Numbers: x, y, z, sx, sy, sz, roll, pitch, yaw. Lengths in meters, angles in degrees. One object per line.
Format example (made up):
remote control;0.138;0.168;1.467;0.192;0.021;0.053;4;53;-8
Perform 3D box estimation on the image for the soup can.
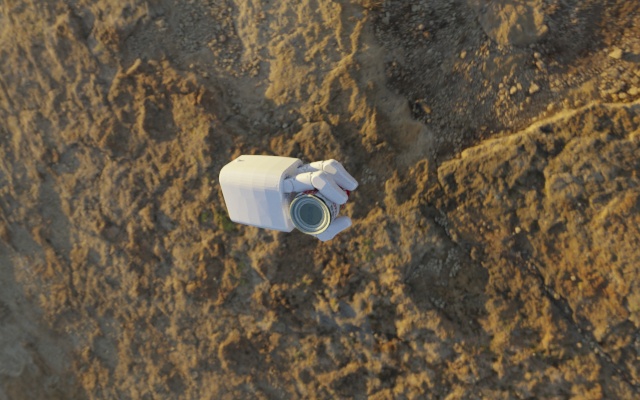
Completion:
soup can;0.000;0.003;0.746;0.068;0.068;0.102;0;22;20
